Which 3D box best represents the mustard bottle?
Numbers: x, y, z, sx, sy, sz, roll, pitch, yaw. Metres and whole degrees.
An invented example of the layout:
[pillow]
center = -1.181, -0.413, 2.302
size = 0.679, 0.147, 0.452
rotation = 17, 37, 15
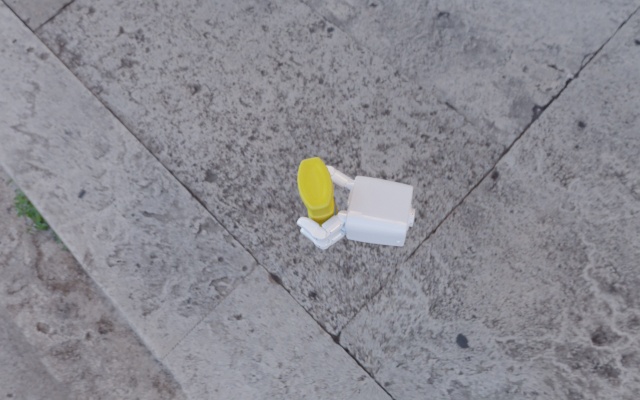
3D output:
[mustard bottle]
center = 0.000, 0.003, 0.872
size = 0.058, 0.096, 0.192
rotation = -14, -21, 1
